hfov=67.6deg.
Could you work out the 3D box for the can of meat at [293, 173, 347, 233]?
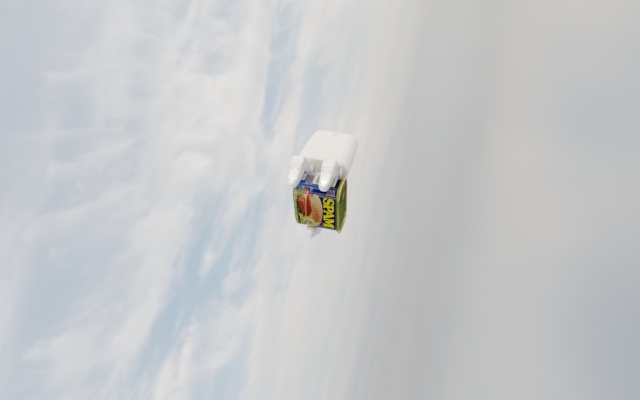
[{"bbox_3d":[0.000,0.003,0.844,0.084,0.102,0.057,10,43,13],"label":"can of meat"}]
